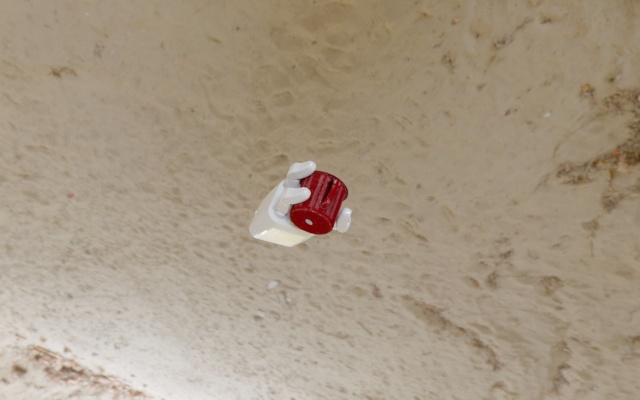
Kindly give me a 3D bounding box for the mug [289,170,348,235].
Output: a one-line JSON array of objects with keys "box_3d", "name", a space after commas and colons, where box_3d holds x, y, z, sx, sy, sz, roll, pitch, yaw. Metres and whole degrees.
[{"box_3d": [0.001, 0.002, 0.837, 0.093, 0.081, 0.117, 31, -34, -15], "name": "mug"}]
